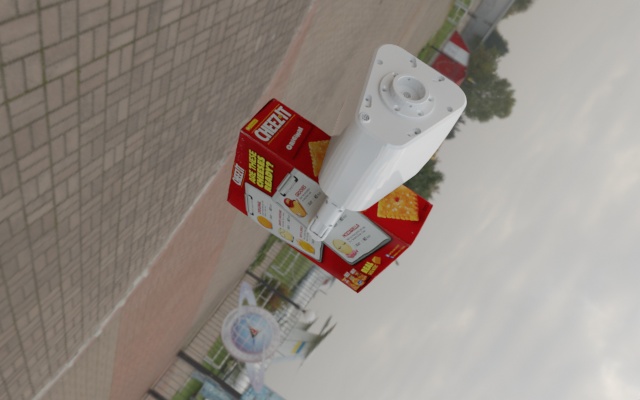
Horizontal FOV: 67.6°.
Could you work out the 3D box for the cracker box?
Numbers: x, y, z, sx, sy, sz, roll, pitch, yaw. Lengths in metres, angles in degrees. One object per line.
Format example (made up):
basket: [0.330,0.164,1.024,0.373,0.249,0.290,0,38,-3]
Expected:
cracker box: [0.000,0.002,0.570,0.213,0.072,0.164,35,-32,4]
